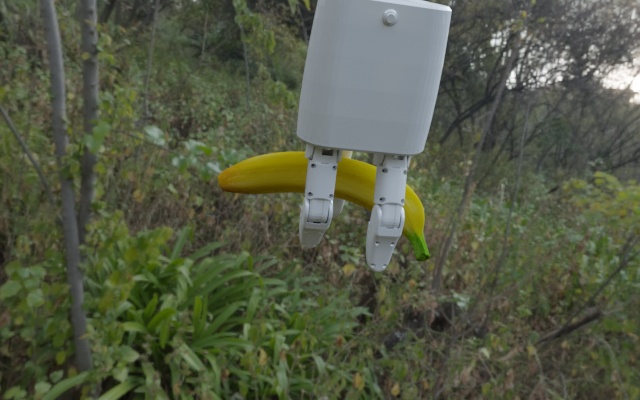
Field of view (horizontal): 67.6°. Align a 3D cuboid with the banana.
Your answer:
[{"bbox_3d":[0.010,-0.011,0.426,0.198,0.069,0.037,18,-38,9],"label":"banana"}]
